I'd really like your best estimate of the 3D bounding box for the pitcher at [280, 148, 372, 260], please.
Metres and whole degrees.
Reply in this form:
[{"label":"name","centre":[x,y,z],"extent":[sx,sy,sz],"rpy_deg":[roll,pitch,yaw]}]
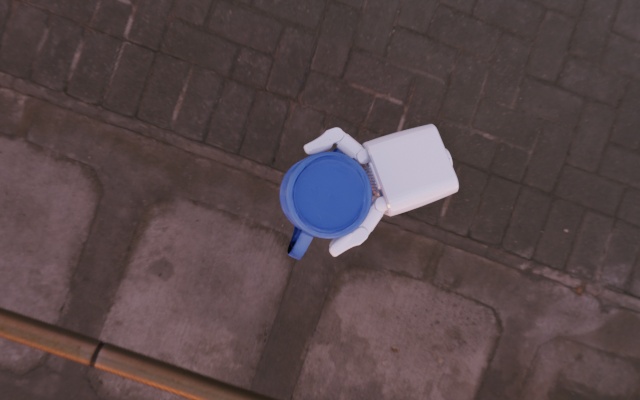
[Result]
[{"label":"pitcher","centre":[0.000,0.002,0.697],"extent":[0.145,0.149,0.243],"rpy_deg":[-18,2,-3]}]
